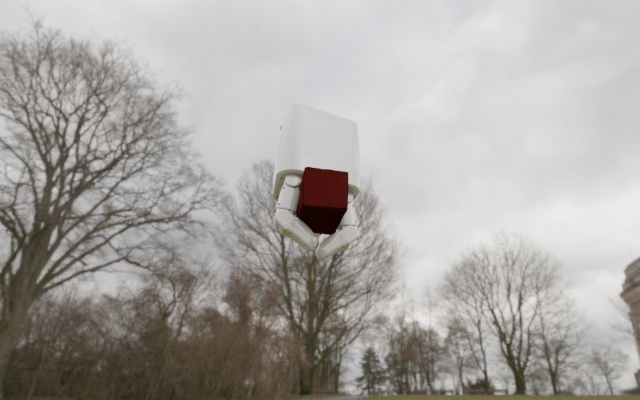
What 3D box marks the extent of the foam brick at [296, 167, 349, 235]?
[{"bbox_3d":[0.000,0.002,0.568,0.053,0.051,0.078,8,-26,-7],"label":"foam brick"}]
